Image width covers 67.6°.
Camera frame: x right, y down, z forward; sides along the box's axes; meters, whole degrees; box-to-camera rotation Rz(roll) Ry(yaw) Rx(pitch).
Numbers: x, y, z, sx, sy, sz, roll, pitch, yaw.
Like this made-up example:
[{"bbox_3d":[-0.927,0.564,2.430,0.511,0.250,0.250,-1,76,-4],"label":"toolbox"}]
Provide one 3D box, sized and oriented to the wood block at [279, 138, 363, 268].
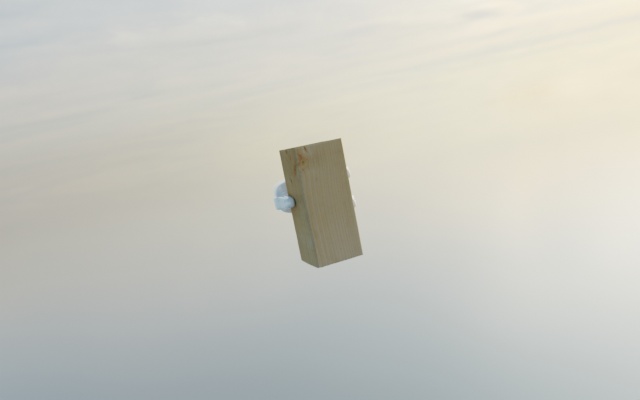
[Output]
[{"bbox_3d":[0.000,0.003,0.842,0.091,0.206,0.090,-14,8,-20],"label":"wood block"}]
